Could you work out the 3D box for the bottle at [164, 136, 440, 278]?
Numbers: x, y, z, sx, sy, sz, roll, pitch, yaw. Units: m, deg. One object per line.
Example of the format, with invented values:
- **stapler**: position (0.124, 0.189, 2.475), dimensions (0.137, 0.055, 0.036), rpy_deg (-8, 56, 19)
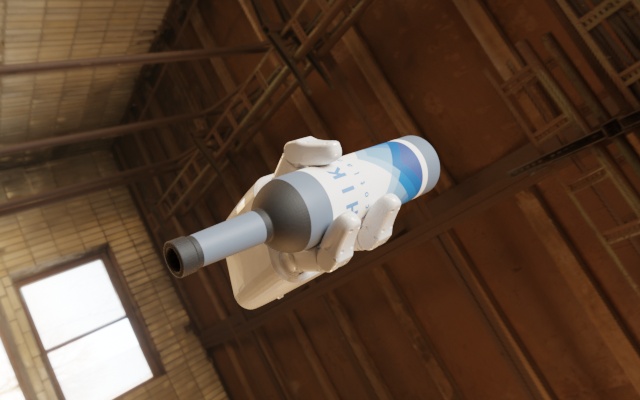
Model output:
- **bottle**: position (0.000, 0.001, 0.430), dimensions (0.295, 0.069, 0.069), rpy_deg (-21, 14, -41)
